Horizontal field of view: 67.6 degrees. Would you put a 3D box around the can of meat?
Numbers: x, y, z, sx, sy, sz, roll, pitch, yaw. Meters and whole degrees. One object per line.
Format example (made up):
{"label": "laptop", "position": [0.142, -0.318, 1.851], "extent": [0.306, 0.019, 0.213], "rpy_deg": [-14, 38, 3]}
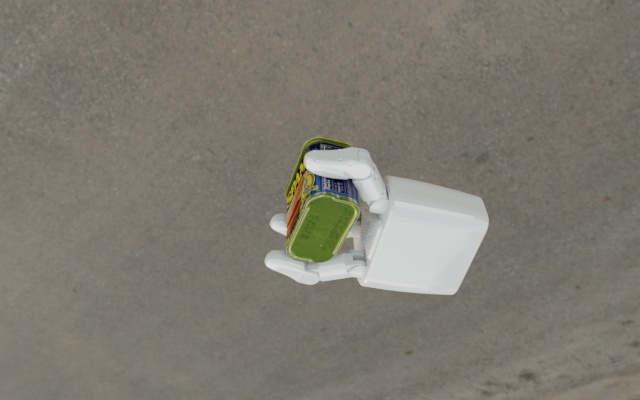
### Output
{"label": "can of meat", "position": [0.000, 0.002, 0.480], "extent": [0.057, 0.083, 0.102], "rpy_deg": [12, -47, -14]}
